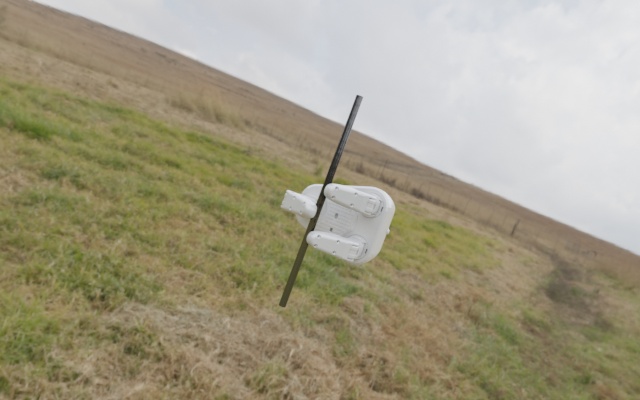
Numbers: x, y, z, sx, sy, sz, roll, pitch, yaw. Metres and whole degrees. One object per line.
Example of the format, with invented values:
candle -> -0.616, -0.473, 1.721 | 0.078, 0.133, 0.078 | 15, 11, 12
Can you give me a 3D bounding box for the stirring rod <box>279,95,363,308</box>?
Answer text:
stirring rod -> 0.000, 0.002, 0.513 | 0.011, 0.239, 0.011 | 20, 2, -1
